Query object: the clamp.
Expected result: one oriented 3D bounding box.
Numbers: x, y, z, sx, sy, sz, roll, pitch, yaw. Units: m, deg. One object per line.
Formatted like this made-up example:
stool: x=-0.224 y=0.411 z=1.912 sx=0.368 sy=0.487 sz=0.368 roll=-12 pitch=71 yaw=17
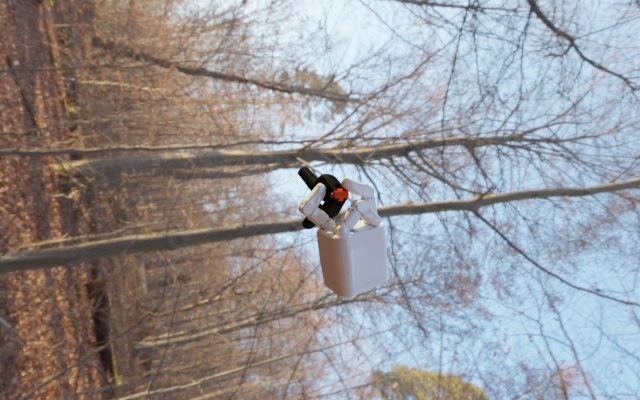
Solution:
clamp: x=0.001 y=0.003 z=0.870 sx=0.039 sy=0.120 sz=0.171 roll=-11 pitch=11 yaw=-21
